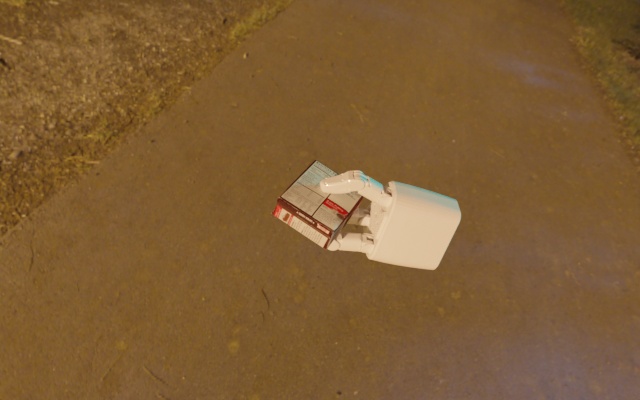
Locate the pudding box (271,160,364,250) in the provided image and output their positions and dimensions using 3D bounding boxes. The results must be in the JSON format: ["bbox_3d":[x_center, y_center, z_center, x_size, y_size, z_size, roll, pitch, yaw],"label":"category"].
[{"bbox_3d":[0.000,0.002,0.659,0.090,0.039,0.113,32,40,8],"label":"pudding box"}]
